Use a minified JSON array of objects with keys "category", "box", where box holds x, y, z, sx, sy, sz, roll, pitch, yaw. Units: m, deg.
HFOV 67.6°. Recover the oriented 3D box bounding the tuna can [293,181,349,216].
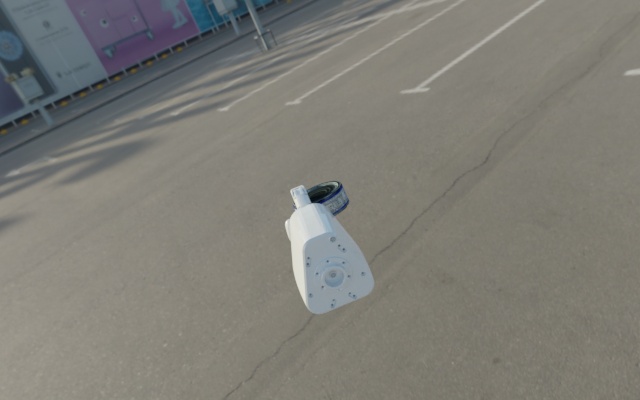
[{"category":"tuna can","box":[0.000,0.002,0.755,0.086,0.034,0.086,-22,18,7]}]
